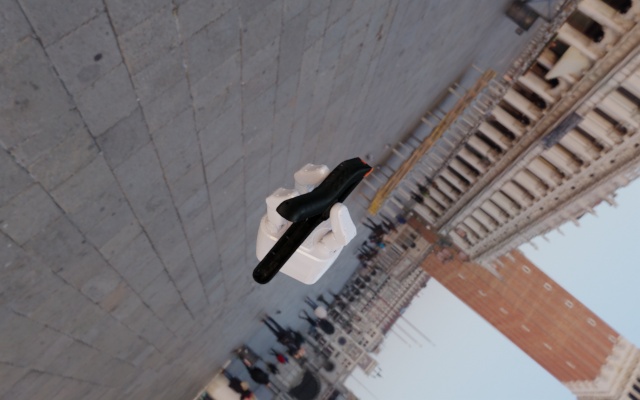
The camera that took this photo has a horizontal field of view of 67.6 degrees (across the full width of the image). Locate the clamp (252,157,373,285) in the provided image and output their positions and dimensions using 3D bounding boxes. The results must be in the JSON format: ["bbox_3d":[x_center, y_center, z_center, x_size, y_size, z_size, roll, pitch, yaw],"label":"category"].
[{"bbox_3d":[0.001,0.002,0.586,0.210,0.036,0.165,-44,-11,-30],"label":"clamp"}]
